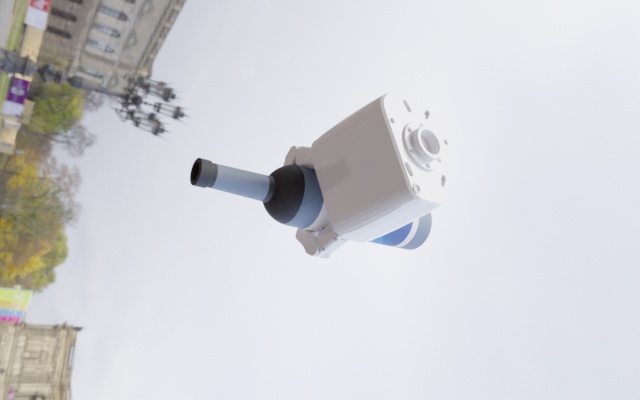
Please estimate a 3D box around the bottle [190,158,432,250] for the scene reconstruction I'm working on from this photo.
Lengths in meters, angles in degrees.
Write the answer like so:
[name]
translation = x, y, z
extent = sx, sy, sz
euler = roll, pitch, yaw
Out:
[bottle]
translation = 0.000, 0.002, 0.534
extent = 0.296, 0.069, 0.069
euler = 14, -8, -34
